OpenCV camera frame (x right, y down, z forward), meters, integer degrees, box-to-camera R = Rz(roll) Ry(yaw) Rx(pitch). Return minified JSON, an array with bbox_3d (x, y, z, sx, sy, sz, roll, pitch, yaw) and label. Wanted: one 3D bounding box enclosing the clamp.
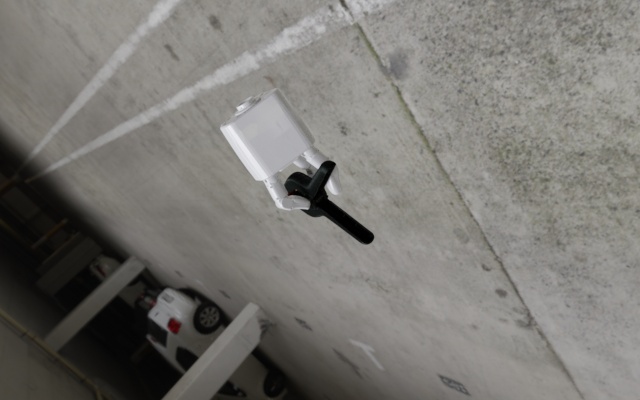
[{"bbox_3d":[-0.001,0.003,0.830,0.036,0.165,0.210,-41,22,-23],"label":"clamp"}]
